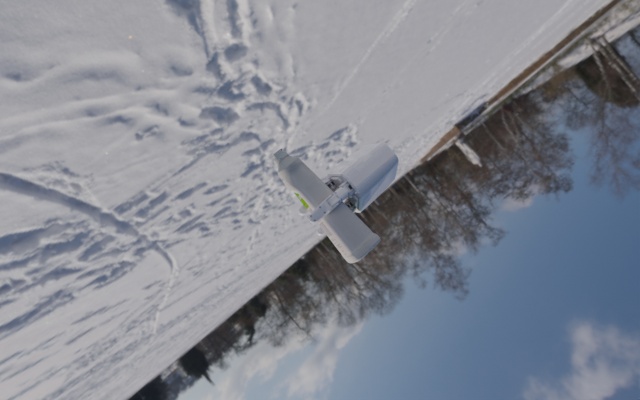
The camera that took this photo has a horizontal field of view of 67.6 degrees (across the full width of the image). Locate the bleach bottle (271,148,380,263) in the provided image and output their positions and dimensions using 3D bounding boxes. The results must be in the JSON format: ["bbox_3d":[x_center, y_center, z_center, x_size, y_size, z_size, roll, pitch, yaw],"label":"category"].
[{"bbox_3d":[0.000,0.003,0.895,0.068,0.251,0.102,-41,-2,-13],"label":"bleach bottle"}]
